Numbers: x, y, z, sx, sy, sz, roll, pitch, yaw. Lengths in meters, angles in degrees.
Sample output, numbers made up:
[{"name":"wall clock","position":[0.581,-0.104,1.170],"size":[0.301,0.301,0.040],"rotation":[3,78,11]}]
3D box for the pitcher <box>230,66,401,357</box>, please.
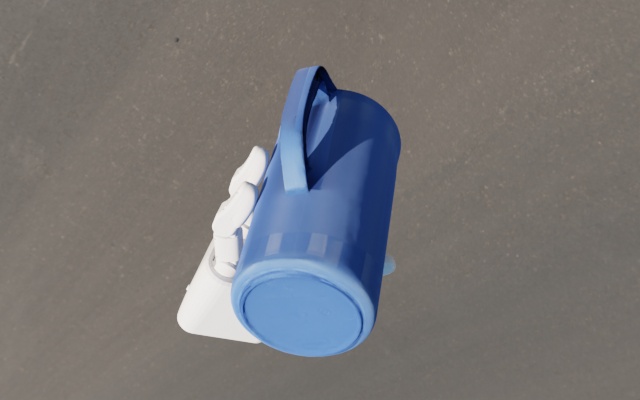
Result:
[{"name":"pitcher","position":[0.000,0.002,0.426],"size":[0.149,0.145,0.242],"rotation":[30,37,-13]}]
